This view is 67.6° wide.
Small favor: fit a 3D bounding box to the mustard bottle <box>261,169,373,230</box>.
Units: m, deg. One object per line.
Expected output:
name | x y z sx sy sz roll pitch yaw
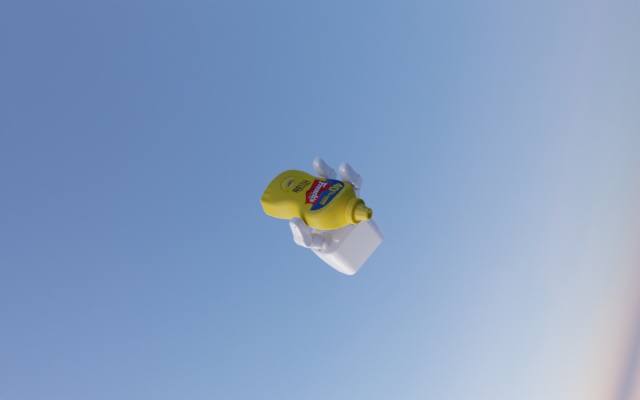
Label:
mustard bottle | 0.000 0.002 0.777 0.191 0.058 0.096 15 46 36
